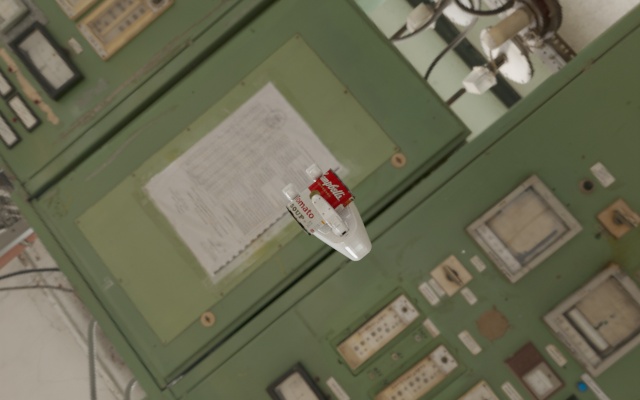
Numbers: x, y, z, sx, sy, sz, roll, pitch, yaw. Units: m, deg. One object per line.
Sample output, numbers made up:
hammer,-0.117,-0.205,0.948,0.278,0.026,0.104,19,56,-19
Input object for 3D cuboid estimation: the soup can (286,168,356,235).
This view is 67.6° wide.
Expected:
soup can,0.000,0.003,0.815,0.102,0.068,0.068,-40,-1,1
